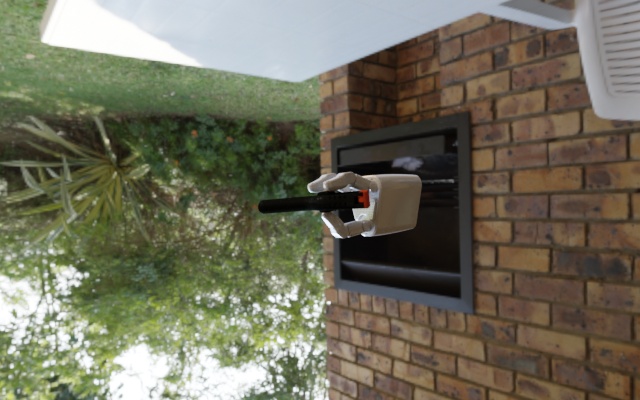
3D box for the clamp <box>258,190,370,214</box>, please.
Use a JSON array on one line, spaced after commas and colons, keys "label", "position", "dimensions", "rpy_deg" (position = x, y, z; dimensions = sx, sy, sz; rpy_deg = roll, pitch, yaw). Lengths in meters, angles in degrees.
[{"label": "clamp", "position": [0.001, 0.003, 0.824], "dimensions": [0.164, 0.036, 0.210], "rpy_deg": [-8, 3, -32]}]
